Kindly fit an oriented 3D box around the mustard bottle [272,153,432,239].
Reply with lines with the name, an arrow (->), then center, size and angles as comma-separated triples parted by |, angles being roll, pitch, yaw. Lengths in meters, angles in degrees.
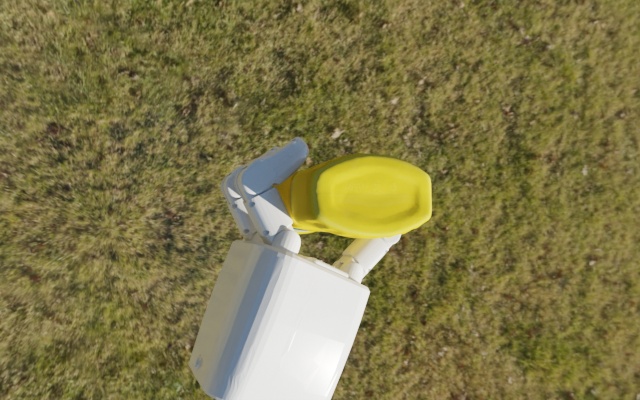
mustard bottle -> 0.000, 0.001, 0.402 | 0.096, 0.058, 0.191 | -1, -2, -24
